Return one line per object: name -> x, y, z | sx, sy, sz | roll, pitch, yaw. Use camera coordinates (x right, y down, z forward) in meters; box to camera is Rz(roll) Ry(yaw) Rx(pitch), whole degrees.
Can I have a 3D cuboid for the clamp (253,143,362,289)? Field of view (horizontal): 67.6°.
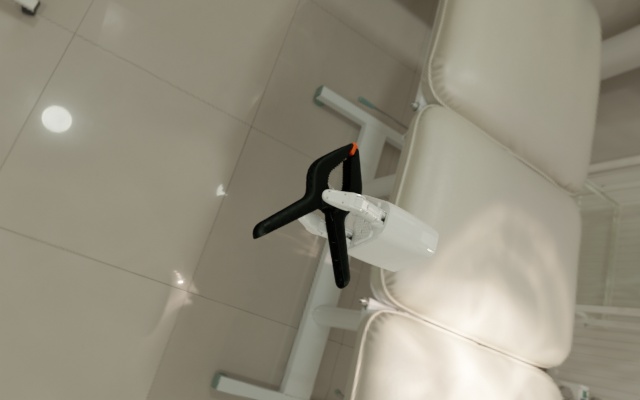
clamp -> 0.001, 0.002, 0.686 | 0.164, 0.210, 0.036 | 27, -20, -28
